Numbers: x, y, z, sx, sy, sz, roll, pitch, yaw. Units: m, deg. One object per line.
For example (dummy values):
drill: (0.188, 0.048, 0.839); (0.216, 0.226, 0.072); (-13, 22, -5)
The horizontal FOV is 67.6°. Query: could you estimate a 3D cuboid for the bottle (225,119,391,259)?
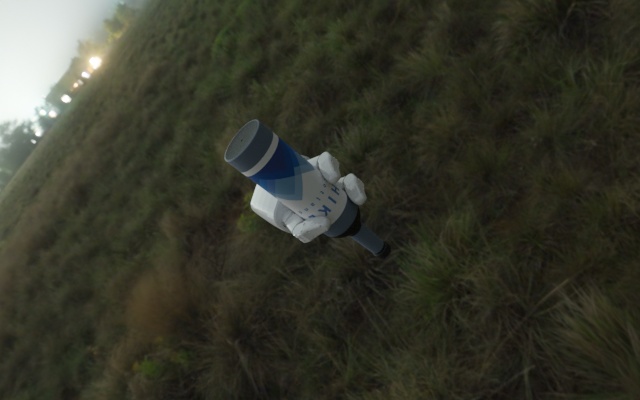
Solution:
bottle: (0.000, 0.002, 0.678); (0.296, 0.069, 0.069); (38, -21, -30)
